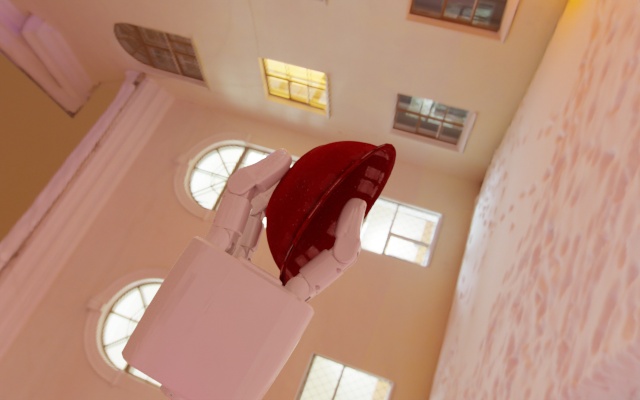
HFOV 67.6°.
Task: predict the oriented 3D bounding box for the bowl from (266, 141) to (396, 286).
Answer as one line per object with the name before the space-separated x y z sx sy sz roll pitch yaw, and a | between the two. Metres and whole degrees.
bowl | 0.001 0.000 0.444 0.055 0.162 0.162 38 13 18
